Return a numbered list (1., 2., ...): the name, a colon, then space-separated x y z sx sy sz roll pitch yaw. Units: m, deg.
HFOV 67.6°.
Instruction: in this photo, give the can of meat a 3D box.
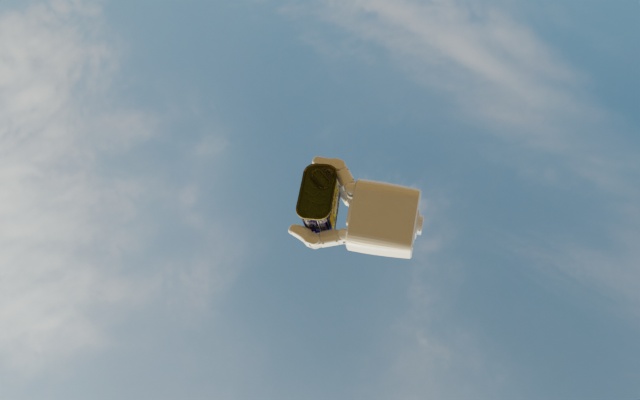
1. can of meat: 0.000 0.003 0.804 0.057 0.102 0.084 4 -26 12
